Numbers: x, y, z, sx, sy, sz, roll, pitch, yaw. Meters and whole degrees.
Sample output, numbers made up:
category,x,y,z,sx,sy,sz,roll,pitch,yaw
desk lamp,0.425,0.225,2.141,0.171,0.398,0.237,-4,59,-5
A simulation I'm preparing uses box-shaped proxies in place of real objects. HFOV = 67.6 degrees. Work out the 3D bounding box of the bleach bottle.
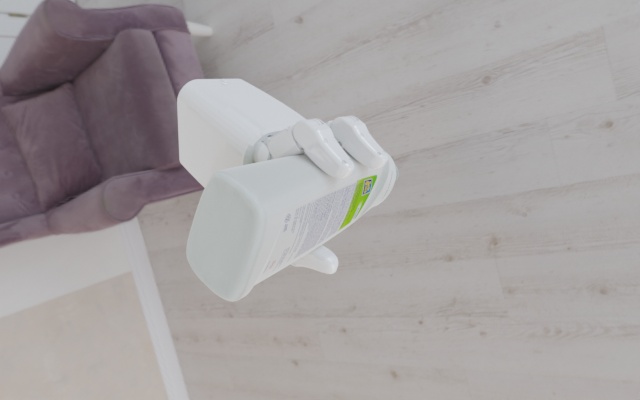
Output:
category,x,y,z,sx,sy,sz,roll,pitch,yaw
bleach bottle,0.000,0.001,0.447,0.068,0.103,0.251,38,31,23
